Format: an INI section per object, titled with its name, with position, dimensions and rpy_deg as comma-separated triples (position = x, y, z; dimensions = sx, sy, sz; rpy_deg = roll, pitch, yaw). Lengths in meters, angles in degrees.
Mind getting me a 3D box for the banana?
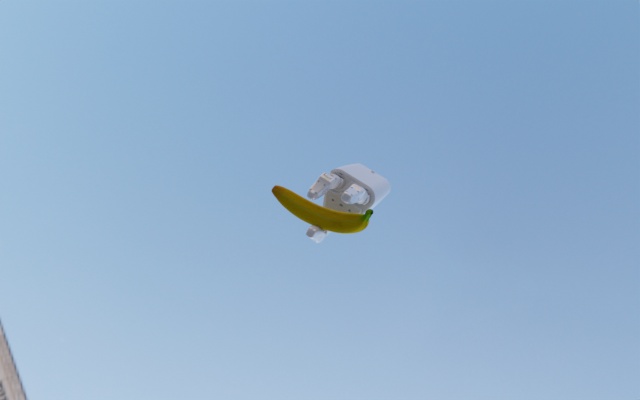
[banana]
position = 0.005, 0.019, 0.811
dimensions = 0.198, 0.070, 0.037
rpy_deg = 13, 36, 28
